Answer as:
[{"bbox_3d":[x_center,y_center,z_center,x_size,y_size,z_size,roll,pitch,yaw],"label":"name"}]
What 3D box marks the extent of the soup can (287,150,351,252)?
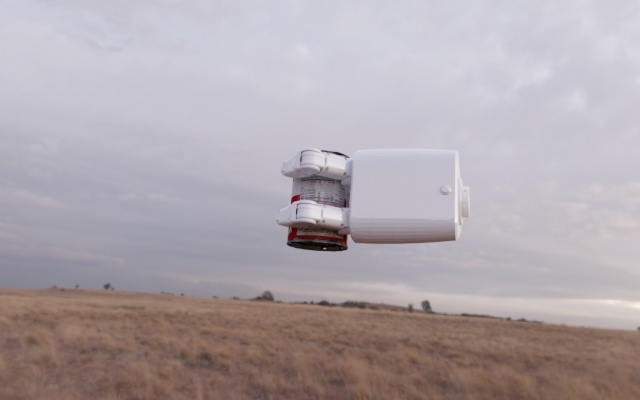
[{"bbox_3d":[0.000,0.001,0.535,0.068,0.102,0.068,4,-14,1],"label":"soup can"}]
